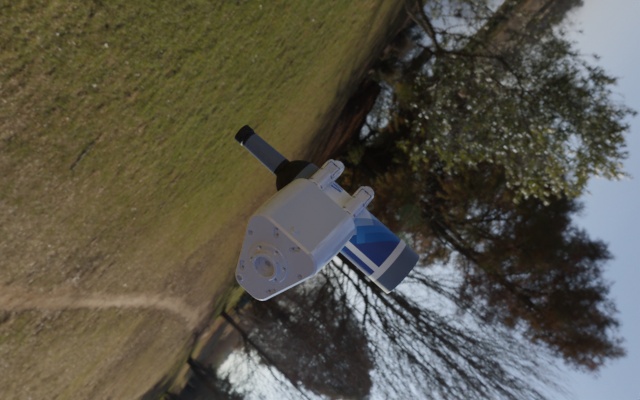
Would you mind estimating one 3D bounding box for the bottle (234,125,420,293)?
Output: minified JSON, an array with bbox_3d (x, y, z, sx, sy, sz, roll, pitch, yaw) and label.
[{"bbox_3d":[0.000,0.002,0.649,0.295,0.069,0.069,41,4,5],"label":"bottle"}]
